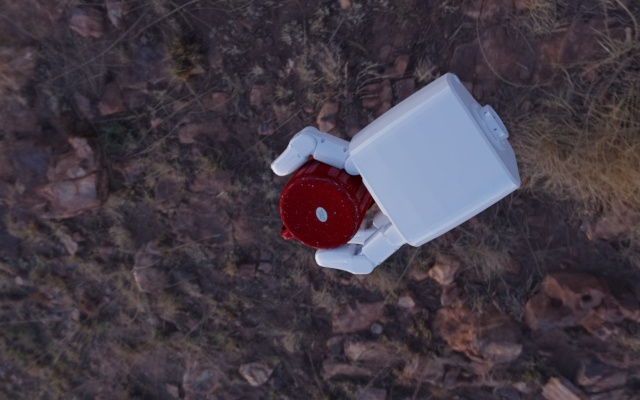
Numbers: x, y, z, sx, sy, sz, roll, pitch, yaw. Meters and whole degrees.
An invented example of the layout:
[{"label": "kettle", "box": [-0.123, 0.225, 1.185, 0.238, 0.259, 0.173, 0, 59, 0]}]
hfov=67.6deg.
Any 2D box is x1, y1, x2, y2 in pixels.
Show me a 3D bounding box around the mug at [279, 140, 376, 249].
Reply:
[{"label": "mug", "box": [-0.001, 0.002, 0.486, 0.117, 0.093, 0.081, -36, 12, 29]}]
